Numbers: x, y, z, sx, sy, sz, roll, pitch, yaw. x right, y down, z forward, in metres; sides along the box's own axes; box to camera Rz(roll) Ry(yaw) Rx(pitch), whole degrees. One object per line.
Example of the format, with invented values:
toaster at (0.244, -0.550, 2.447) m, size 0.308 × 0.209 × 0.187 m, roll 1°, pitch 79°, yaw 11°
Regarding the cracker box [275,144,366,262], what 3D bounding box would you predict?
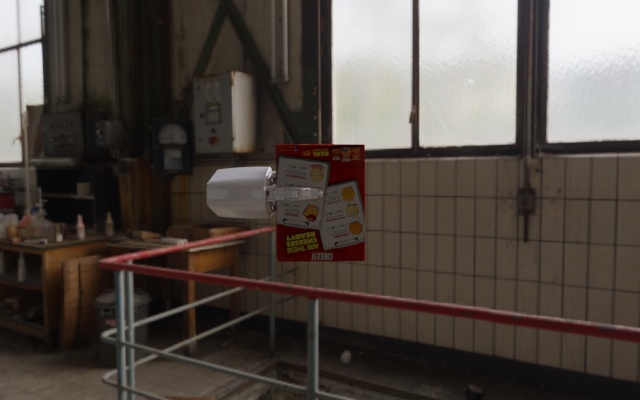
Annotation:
cracker box at (0.000, 0.003, 0.891) m, size 0.164 × 0.214 × 0.072 m, roll 0°, pitch 3°, yaw 1°
